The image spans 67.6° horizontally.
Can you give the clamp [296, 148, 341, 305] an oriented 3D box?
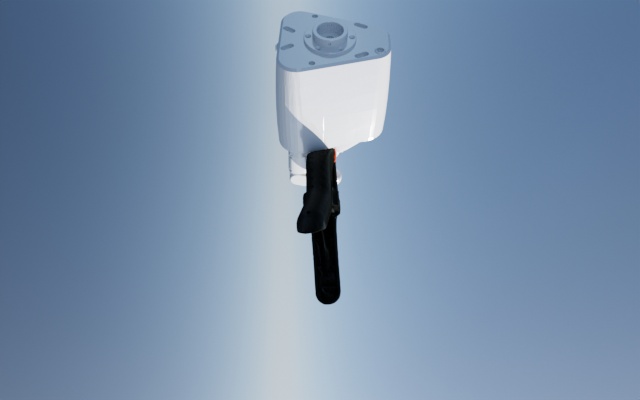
[{"bbox_3d":[0.001,0.001,0.469,0.039,0.171,0.120,-4,-36,1],"label":"clamp"}]
